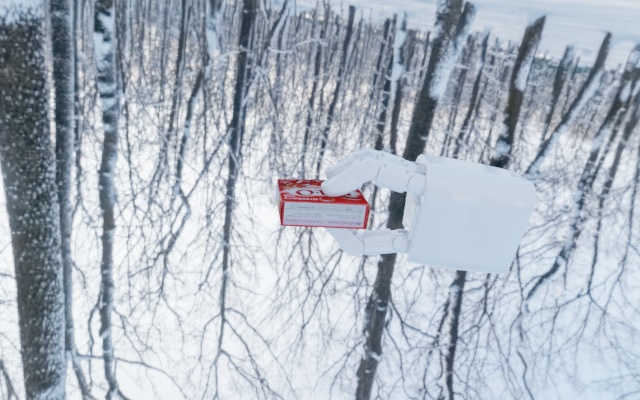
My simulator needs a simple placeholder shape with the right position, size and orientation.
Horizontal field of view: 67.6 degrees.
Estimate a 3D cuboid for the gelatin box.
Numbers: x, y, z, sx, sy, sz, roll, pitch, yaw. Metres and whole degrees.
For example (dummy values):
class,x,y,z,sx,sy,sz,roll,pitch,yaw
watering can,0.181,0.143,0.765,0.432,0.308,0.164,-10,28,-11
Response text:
class,x,y,z,sx,sy,sz,roll,pitch,yaw
gelatin box,0.000,0.002,0.495,0.089,0.030,0.073,2,19,-10
